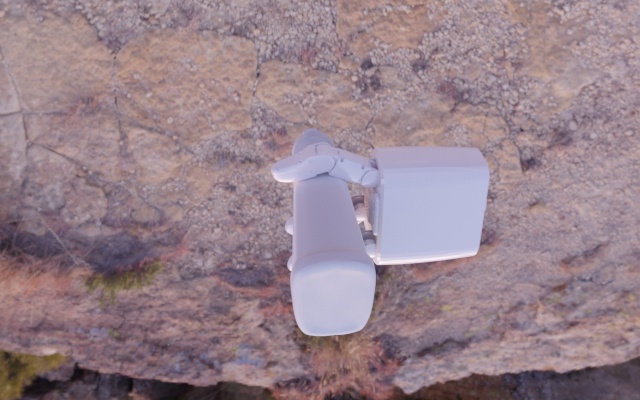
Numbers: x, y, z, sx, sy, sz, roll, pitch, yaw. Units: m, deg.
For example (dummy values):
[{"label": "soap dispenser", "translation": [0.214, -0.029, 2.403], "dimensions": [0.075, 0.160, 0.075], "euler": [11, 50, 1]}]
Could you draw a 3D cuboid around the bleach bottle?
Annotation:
[{"label": "bleach bottle", "translation": [0.000, 0.002, 0.478], "dimensions": [0.068, 0.103, 0.250], "euler": [-3, 42, -4]}]
